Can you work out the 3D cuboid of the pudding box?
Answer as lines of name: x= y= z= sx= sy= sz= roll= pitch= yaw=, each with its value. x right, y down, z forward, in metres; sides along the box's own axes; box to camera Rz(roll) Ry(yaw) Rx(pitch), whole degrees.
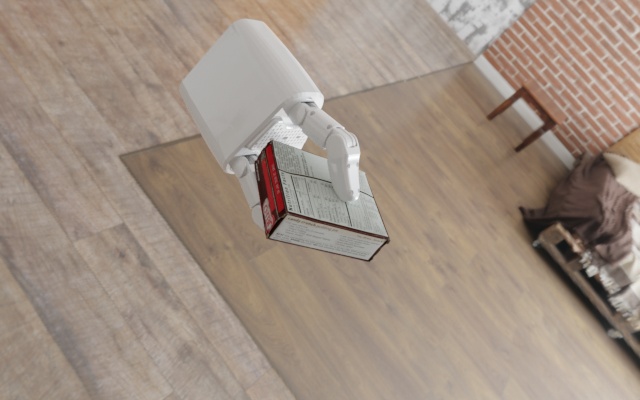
pudding box: x=0.000 y=0.001 z=0.429 sx=0.113 sy=0.090 sz=0.039 roll=15 pitch=-48 yaw=-30
